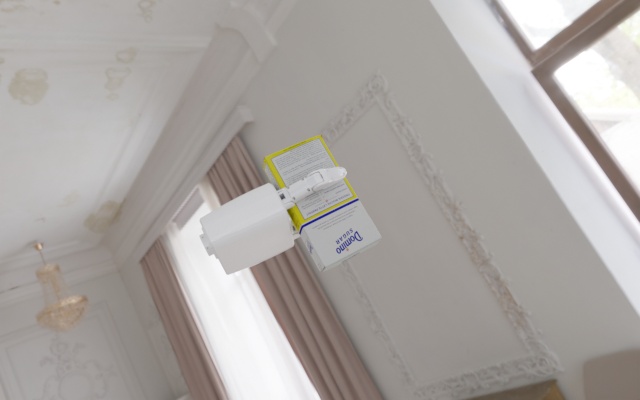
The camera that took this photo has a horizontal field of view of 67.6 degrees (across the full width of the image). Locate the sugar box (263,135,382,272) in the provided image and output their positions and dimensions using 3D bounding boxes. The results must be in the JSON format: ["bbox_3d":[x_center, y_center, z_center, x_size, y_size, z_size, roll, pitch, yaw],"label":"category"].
[{"bbox_3d":[0.000,0.002,0.668,0.093,0.176,0.048,-25,-13,-16],"label":"sugar box"}]
